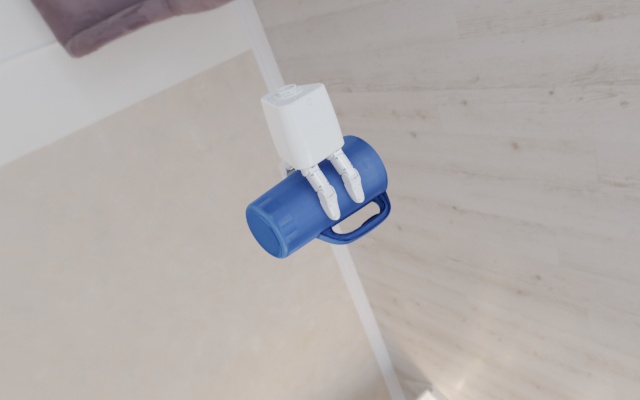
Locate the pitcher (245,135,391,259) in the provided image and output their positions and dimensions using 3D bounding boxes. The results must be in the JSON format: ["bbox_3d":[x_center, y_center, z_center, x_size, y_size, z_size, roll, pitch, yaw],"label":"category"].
[{"bbox_3d":[0.000,0.003,0.837,0.242,0.145,0.149,-35,34,-28],"label":"pitcher"}]
